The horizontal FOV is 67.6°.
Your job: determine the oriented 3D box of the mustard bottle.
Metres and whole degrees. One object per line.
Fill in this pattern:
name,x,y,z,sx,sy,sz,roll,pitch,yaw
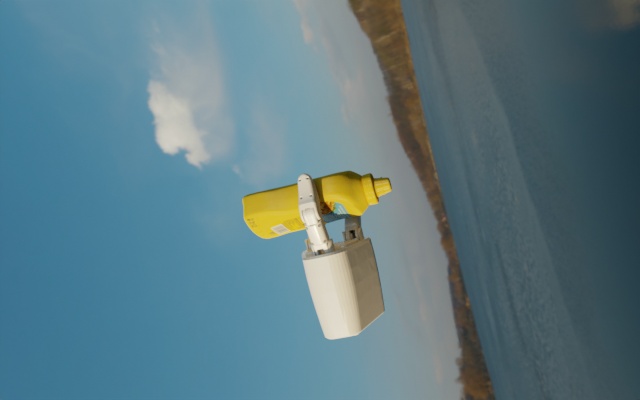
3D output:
mustard bottle,0.000,0.002,0.639,0.191,0.058,0.096,-14,-24,14
